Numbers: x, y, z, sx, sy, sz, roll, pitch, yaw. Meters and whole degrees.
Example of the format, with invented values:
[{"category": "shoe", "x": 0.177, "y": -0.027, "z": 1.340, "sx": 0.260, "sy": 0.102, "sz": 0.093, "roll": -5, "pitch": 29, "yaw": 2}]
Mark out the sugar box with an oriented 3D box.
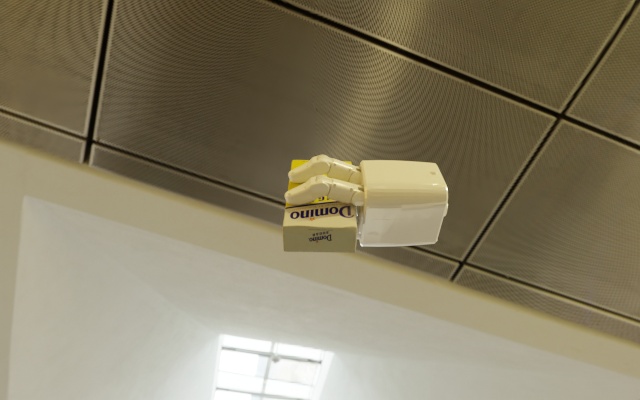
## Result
[{"category": "sugar box", "x": 0.000, "y": 0.002, "z": 0.657, "sx": 0.093, "sy": 0.048, "sz": 0.176, "roll": 1, "pitch": 30, "yaw": 0}]
